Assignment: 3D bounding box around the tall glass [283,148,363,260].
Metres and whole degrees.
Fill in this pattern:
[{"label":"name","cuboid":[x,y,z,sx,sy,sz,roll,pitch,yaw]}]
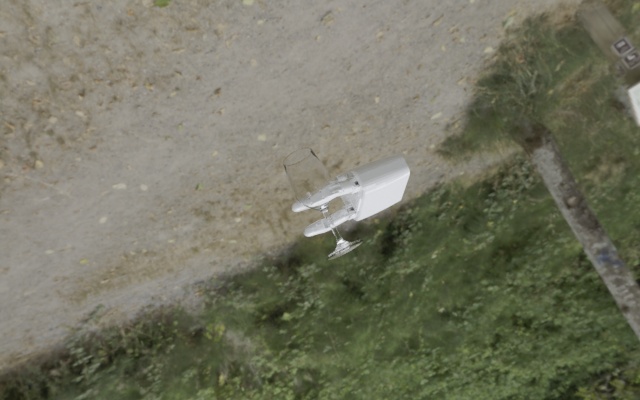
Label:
[{"label":"tall glass","cuboid":[0.000,0.003,0.875,0.079,0.201,0.079,-25,-14,-7]}]
